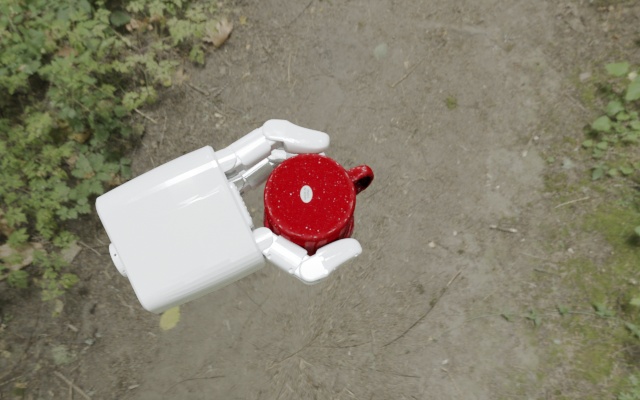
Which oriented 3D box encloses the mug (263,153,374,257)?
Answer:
[{"bbox_3d":[0.001,0.001,0.450,0.117,0.093,0.081,-27,-14,-10],"label":"mug"}]
